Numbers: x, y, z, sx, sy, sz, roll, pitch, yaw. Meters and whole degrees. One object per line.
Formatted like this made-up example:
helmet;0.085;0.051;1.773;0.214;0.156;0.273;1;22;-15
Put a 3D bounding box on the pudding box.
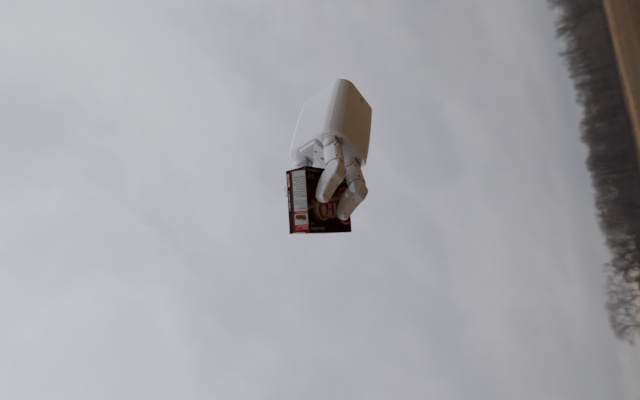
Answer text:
pudding box;0.000;0.002;0.671;0.039;0.090;0.113;-8;-6;35
